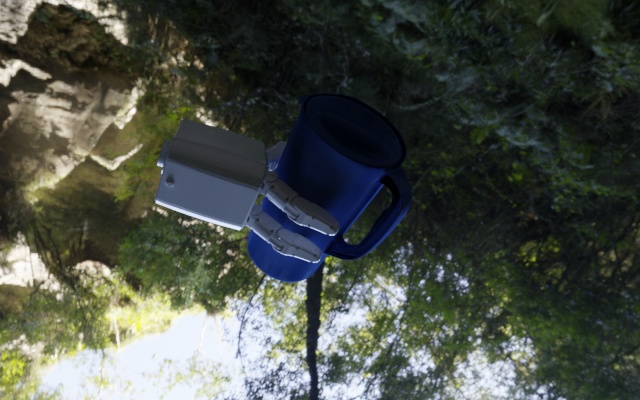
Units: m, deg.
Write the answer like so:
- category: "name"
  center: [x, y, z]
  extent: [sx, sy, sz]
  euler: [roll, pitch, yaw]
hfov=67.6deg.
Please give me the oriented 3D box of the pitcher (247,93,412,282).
- category: "pitcher"
  center: [0.000, 0.002, 0.605]
  extent: [0.145, 0.243, 0.149]
  euler: [18, 39, -16]
